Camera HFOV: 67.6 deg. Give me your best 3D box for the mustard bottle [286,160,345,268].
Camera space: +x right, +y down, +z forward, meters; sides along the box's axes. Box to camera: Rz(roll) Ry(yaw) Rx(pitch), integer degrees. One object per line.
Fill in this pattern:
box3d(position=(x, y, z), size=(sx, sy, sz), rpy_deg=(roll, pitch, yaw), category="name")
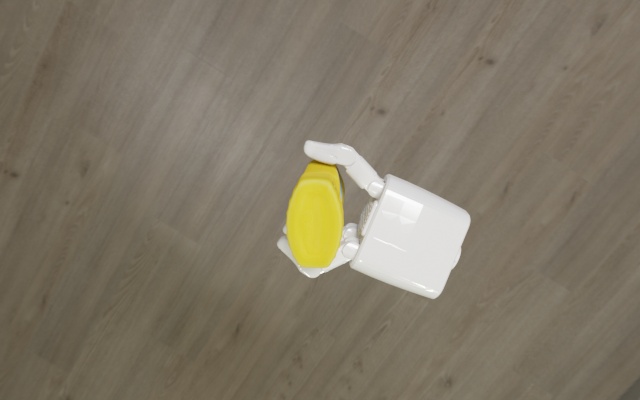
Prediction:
box3d(position=(0.000, 0.002, 0.562), size=(0.058, 0.096, 0.191), rpy_deg=(0, 14, 4), category="mustard bottle")
